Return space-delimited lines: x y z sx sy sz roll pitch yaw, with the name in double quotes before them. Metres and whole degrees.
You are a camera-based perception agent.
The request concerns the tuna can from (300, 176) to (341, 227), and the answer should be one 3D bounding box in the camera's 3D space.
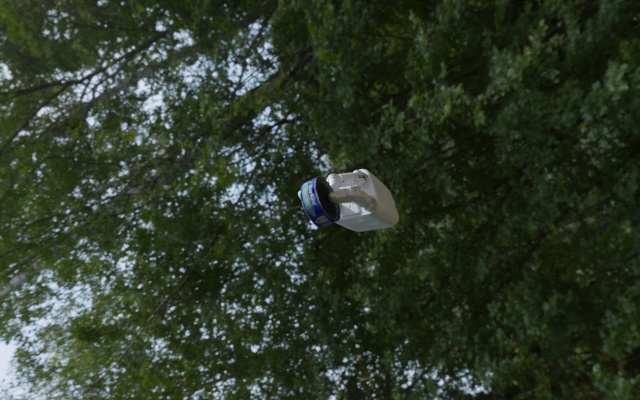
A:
"tuna can" 0.000 0.003 0.840 0.034 0.086 0.086 -23 -9 22
